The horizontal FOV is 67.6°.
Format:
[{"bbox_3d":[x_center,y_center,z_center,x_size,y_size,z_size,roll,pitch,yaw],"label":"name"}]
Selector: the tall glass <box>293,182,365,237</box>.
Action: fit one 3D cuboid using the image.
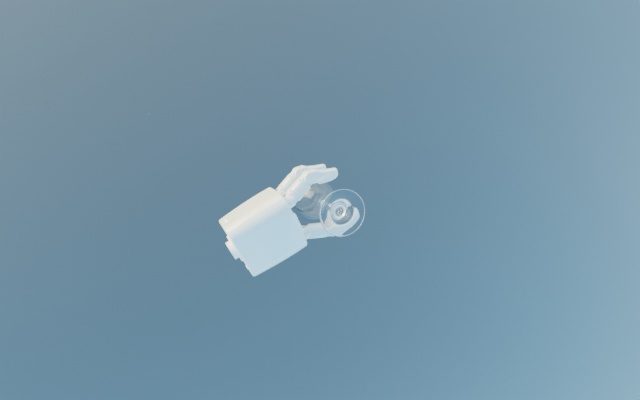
[{"bbox_3d":[0.001,0.003,0.815,0.079,0.079,0.201,0,10,-20],"label":"tall glass"}]
